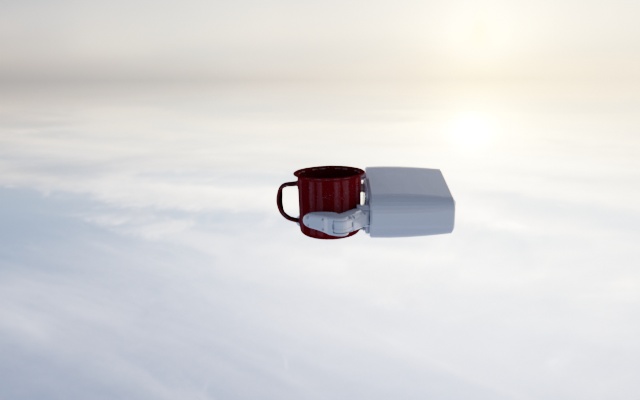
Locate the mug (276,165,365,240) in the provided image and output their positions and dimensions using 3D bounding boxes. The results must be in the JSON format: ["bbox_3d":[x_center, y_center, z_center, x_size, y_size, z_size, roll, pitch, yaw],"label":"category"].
[{"bbox_3d":[-0.001,0.002,0.625,0.117,0.081,0.093,-1,14,1],"label":"mug"}]
